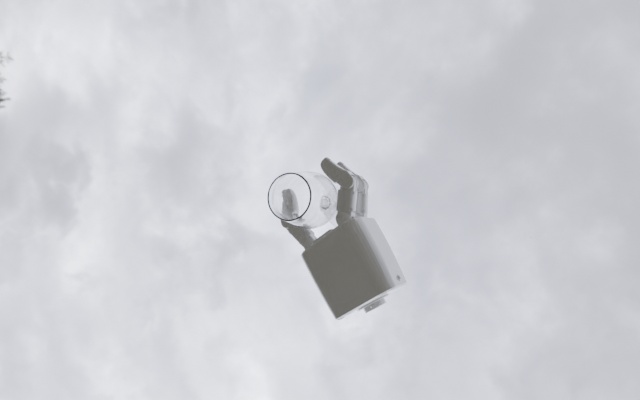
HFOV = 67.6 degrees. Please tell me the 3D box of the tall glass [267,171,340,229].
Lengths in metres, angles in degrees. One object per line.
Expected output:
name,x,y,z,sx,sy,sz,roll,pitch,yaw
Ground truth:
tall glass,0.000,0.002,0.686,0.079,0.079,0.201,0,-4,24
